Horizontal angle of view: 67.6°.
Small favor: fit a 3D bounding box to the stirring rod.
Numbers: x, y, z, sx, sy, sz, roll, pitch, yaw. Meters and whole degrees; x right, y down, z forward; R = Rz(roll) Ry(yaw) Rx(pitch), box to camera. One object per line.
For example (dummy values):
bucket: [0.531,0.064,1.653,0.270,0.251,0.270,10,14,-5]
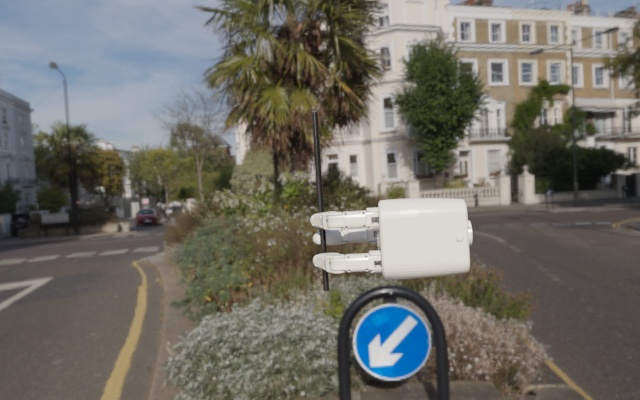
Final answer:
stirring rod: [0.000,0.002,0.644,0.011,0.239,0.011,-4,2,0]
